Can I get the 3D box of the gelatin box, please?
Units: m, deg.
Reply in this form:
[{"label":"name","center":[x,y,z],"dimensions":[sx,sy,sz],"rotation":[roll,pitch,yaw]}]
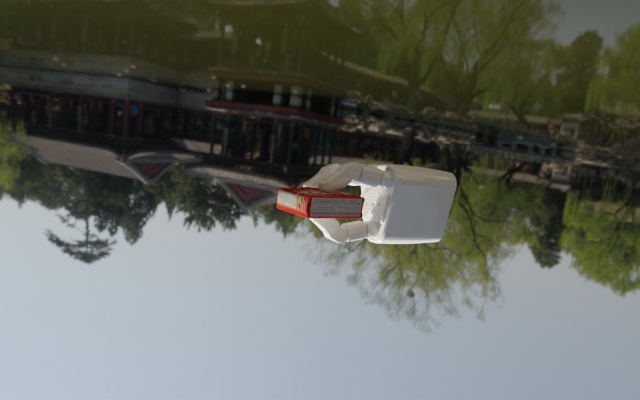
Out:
[{"label":"gelatin box","center":[0.000,0.002,0.612],"dimensions":[0.089,0.030,0.073],"rotation":[0,10,-37]}]
